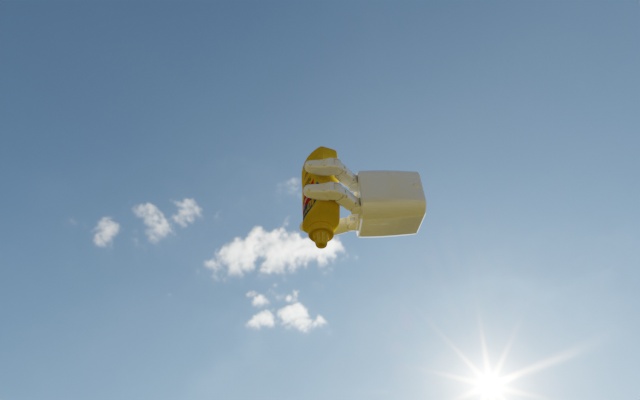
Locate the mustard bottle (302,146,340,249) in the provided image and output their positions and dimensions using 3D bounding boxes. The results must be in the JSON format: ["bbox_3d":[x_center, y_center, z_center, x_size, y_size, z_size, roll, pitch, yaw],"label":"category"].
[{"bbox_3d":[0.000,0.002,0.807,0.058,0.191,0.096,16,-47,-18],"label":"mustard bottle"}]
